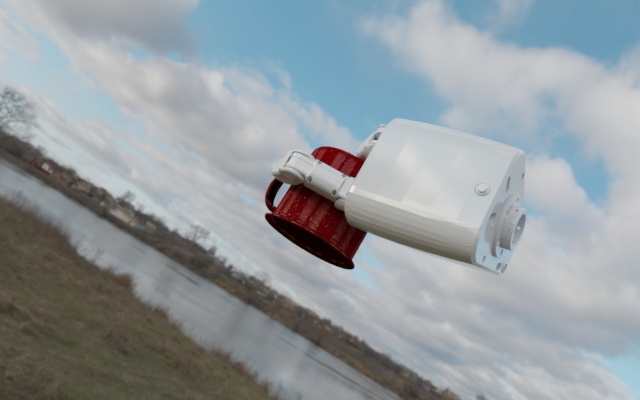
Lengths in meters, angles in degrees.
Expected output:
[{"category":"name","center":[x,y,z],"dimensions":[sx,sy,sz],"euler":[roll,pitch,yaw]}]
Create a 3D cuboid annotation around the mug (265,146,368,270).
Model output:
[{"category":"mug","center":[-0.001,0.001,0.445],"dimensions":[0.117,0.081,0.093],"euler":[21,-18,34]}]
